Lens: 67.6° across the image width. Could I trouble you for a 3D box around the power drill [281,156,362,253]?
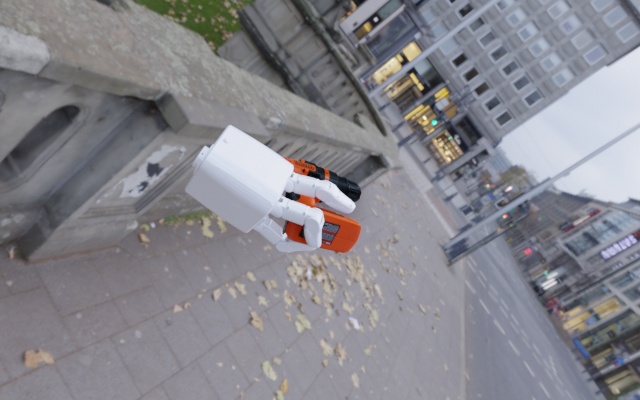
[{"bbox_3d":[0.000,0.003,0.738,0.184,0.057,0.187,15,25,-22],"label":"power drill"}]
